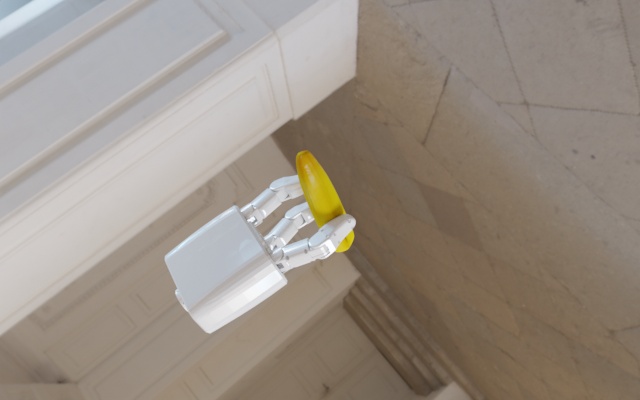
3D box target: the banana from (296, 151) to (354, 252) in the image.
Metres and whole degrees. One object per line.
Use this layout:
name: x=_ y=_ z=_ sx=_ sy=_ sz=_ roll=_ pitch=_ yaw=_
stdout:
banana: x=0.009 y=0.017 z=0.581 sx=0.037 sy=0.069 sz=0.198 roll=-30 pitch=-30 yaw=-3
